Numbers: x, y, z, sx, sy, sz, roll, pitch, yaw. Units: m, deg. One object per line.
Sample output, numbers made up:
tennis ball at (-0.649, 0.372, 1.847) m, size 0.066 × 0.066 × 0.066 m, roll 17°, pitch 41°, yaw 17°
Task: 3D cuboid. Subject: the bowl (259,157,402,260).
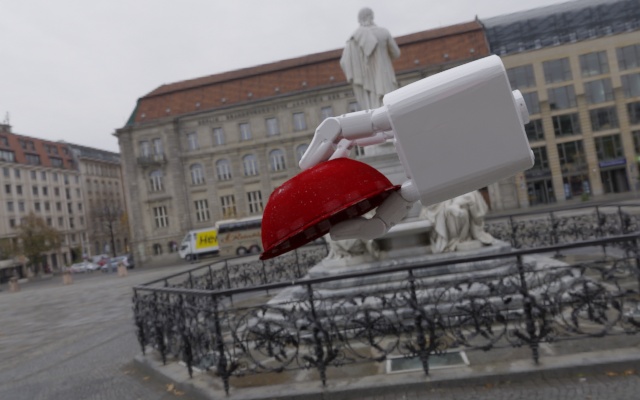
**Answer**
bowl at (-0.001, 0.002, 0.488) m, size 0.162 × 0.055 × 0.162 m, roll -27°, pitch -8°, yaw -4°
